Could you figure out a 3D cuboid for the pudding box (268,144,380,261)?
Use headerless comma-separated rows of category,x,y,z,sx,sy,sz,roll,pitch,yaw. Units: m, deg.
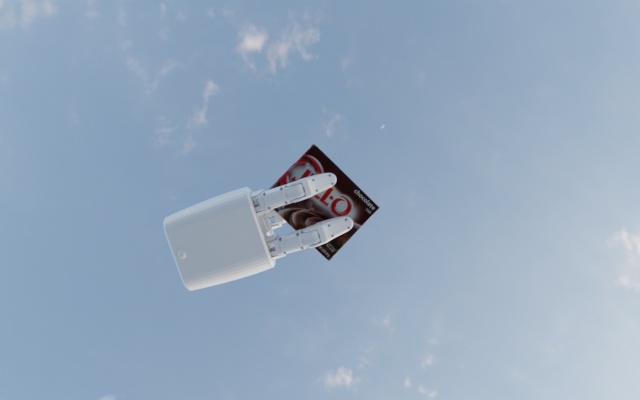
pudding box,0.000,0.002,0.581,0.113,0.090,0.039,44,0,-5
